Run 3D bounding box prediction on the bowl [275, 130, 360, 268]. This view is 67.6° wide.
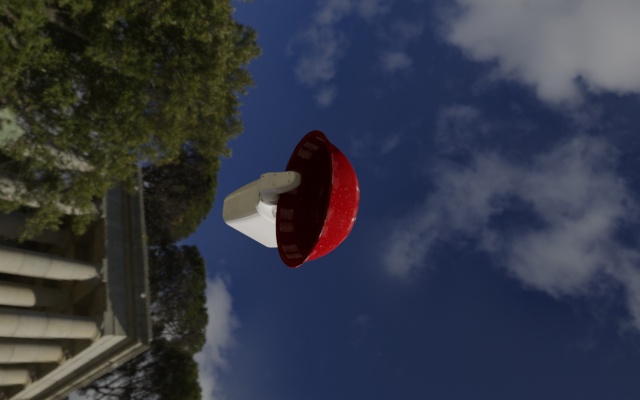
[{"bbox_3d":[0.001,0.002,0.563,0.055,0.162,0.162,11,-5,-23],"label":"bowl"}]
